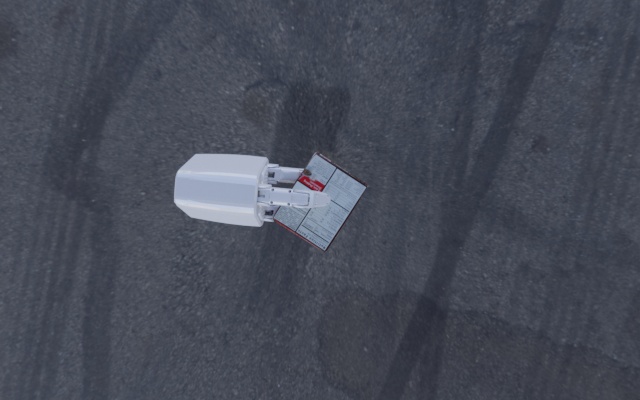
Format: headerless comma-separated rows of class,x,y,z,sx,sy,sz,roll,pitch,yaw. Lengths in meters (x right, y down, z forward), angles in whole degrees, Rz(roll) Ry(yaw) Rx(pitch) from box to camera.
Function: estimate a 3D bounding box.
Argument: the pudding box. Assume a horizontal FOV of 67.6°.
pudding box,0.000,0.002,0.665,0.090,0.113,0.039,33,4,-1
